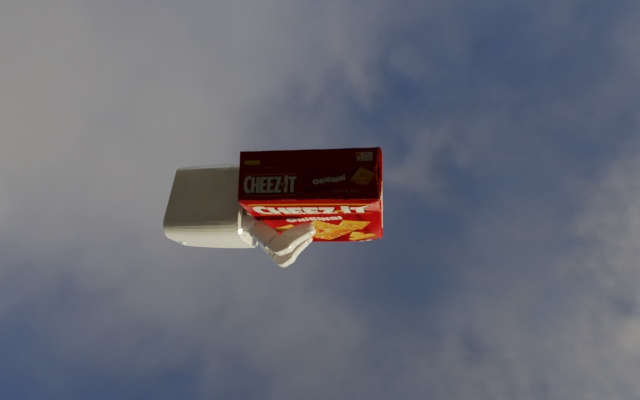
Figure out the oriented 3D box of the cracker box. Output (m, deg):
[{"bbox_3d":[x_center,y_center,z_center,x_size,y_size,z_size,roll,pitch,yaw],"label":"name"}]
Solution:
[{"bbox_3d":[0.000,0.002,0.629,0.164,0.072,0.214,-1,-16,7],"label":"cracker box"}]
